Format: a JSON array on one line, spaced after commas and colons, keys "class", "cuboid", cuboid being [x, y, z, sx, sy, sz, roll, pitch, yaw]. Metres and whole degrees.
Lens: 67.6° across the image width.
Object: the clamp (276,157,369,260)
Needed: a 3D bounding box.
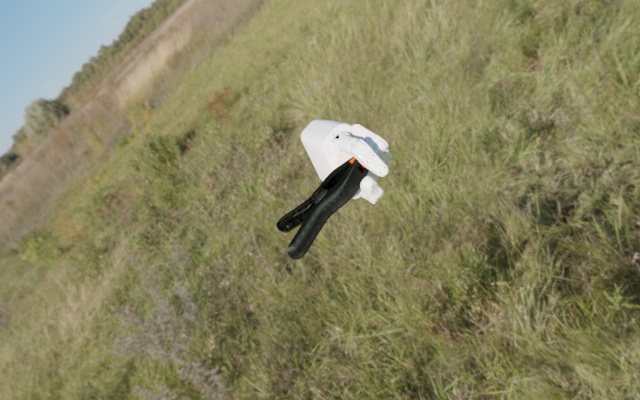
[{"class": "clamp", "cuboid": [0.000, 0.002, 0.683, 0.039, 0.171, 0.120, 46, -7, -27]}]
